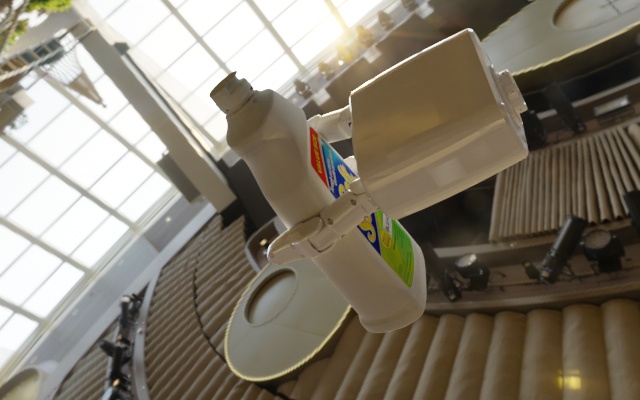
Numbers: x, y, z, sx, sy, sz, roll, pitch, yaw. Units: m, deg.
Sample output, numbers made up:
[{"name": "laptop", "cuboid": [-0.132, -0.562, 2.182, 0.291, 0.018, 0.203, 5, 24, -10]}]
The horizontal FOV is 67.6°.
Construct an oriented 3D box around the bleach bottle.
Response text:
[{"name": "bleach bottle", "cuboid": [0.000, 0.001, 0.406, 0.068, 0.251, 0.102, -26, 31, 28]}]
